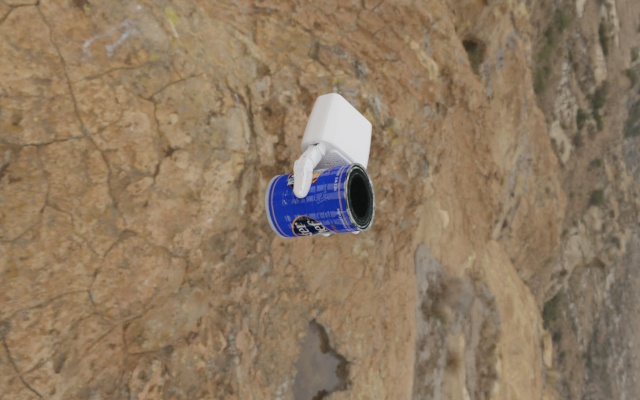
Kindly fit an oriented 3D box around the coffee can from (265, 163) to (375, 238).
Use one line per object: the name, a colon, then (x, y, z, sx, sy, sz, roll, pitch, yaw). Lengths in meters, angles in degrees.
coffee can: (0.000, 0.003, 0.737, 0.140, 0.103, 0.103, -7, -3, 29)
